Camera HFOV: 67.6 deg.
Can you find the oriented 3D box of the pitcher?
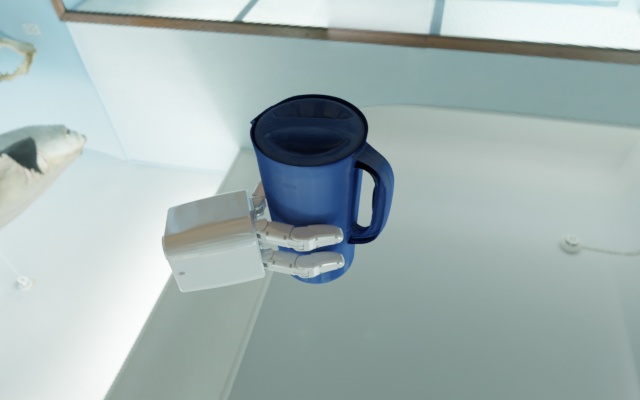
[{"bbox_3d":[0.000,0.002,0.610,0.145,0.243,0.149,-11,46,-8],"label":"pitcher"}]
